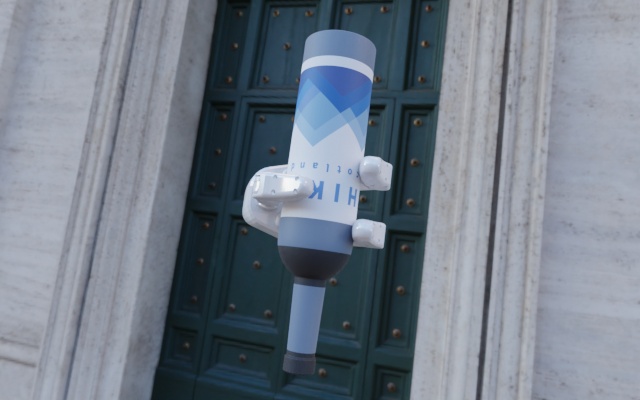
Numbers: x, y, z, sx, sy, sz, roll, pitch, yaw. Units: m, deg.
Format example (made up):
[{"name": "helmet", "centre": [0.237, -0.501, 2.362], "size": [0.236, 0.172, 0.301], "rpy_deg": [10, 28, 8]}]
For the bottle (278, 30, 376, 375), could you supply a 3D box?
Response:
[{"name": "bottle", "centre": [0.000, 0.001, 0.426], "size": [0.069, 0.295, 0.069], "rpy_deg": [7, -8, 1]}]
